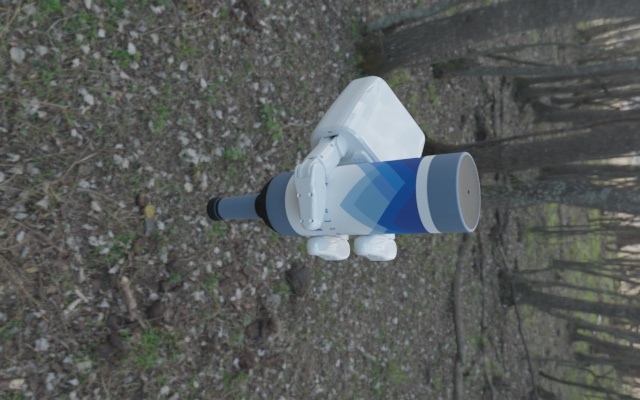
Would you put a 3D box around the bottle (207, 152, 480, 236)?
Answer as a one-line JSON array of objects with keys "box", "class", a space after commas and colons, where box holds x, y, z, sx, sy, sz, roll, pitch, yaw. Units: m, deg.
[{"box": [0.000, 0.002, 0.473, 0.296, 0.069, 0.069, -4, -2, 33], "class": "bottle"}]
